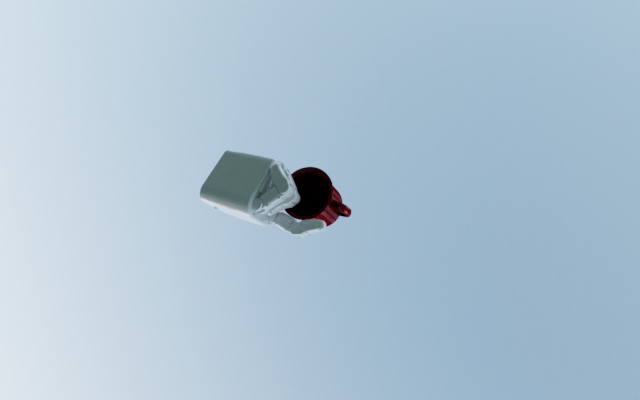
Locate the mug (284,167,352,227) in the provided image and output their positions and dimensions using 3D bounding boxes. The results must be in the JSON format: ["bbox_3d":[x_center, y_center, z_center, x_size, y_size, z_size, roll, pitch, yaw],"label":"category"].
[{"bbox_3d":[0.001,0.003,0.818,0.117,0.093,0.081,17,-11,25],"label":"mug"}]
